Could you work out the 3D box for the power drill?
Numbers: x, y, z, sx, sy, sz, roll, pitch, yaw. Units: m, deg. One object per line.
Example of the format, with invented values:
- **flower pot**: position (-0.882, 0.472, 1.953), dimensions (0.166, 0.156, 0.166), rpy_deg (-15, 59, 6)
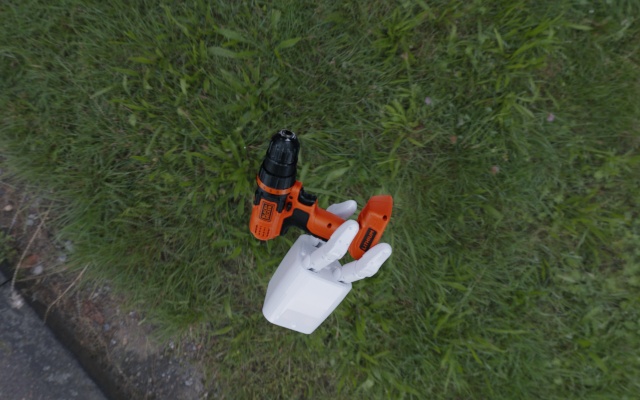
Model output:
- **power drill**: position (0.000, 0.003, 0.664), dimensions (0.187, 0.185, 0.057), rpy_deg (19, 41, 0)
